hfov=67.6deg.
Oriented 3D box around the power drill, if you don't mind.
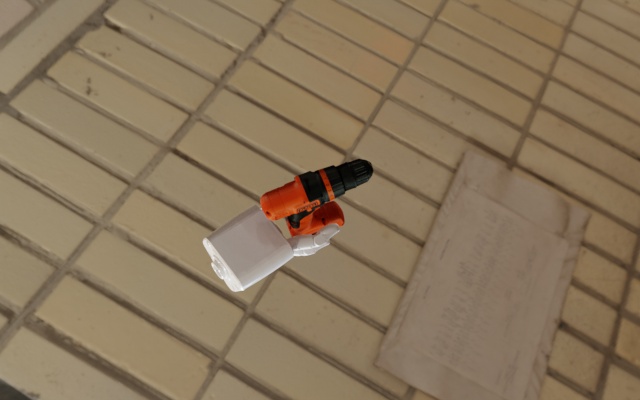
[{"bbox_3d":[0.000,0.003,0.809,0.184,0.057,0.188,-20,-22,-3],"label":"power drill"}]
